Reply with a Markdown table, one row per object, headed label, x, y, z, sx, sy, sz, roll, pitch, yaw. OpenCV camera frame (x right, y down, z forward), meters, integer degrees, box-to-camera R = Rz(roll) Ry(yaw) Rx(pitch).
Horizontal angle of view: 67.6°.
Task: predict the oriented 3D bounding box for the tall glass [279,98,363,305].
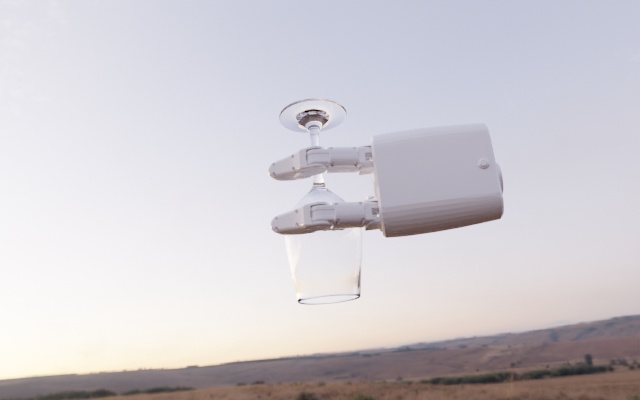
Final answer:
| label | x | y | z | sx | sy | sz | roll | pitch | yaw |
| --- | --- | --- | --- | --- | --- | --- | --- | --- | --- |
| tall glass | 0.000 | 0.001 | 0.490 | 0.079 | 0.201 | 0.079 | -4 | -18 | -1 |
